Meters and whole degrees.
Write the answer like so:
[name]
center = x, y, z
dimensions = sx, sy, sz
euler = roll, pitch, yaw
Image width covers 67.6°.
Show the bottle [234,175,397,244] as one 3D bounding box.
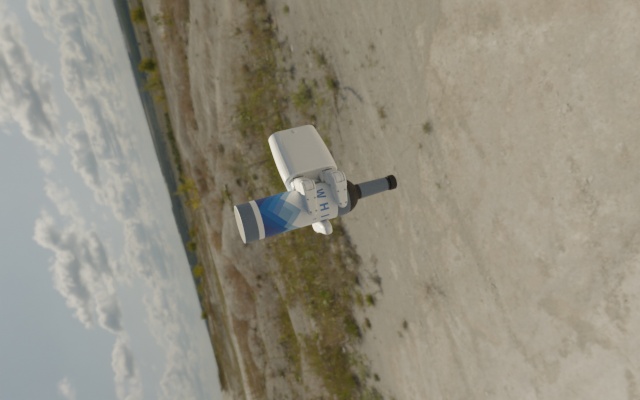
[bottle]
center = 0.000, 0.003, 0.843
dimensions = 0.295, 0.069, 0.069
euler = -16, 5, -17
